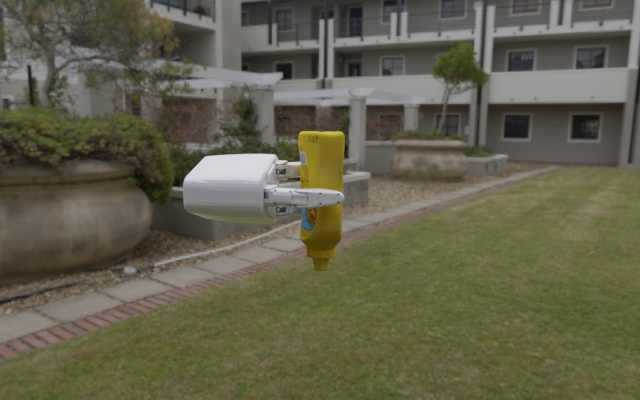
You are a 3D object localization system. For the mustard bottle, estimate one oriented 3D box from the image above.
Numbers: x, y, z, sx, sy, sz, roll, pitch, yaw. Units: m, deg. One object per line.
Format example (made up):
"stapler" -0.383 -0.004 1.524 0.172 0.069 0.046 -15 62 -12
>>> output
"mustard bottle" 0.000 0.002 0.654 0.058 0.191 0.096 -2 8 -18
